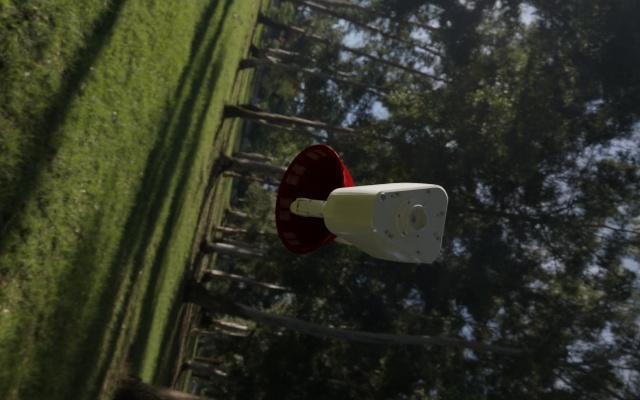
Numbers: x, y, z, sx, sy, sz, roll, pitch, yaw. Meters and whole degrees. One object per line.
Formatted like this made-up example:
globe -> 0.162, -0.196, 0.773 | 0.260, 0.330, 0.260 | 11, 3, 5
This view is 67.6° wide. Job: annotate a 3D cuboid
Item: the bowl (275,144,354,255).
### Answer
bowl -> 0.000, 0.002, 0.703 | 0.055, 0.162, 0.162 | 14, -9, -38
